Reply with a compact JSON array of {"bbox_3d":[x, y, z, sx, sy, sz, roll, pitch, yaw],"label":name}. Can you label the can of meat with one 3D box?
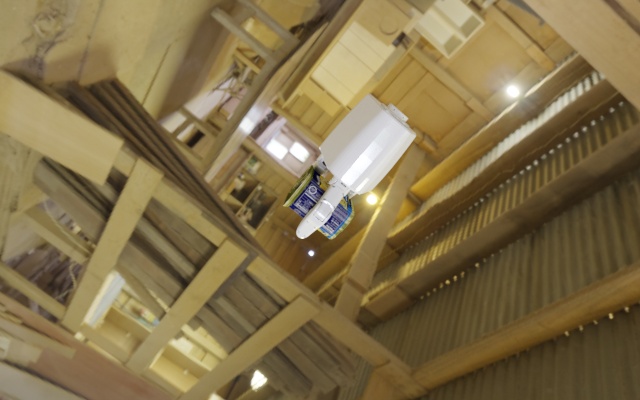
[{"bbox_3d":[0.000,0.003,0.680,0.084,0.057,0.102,39,12,-8],"label":"can of meat"}]
